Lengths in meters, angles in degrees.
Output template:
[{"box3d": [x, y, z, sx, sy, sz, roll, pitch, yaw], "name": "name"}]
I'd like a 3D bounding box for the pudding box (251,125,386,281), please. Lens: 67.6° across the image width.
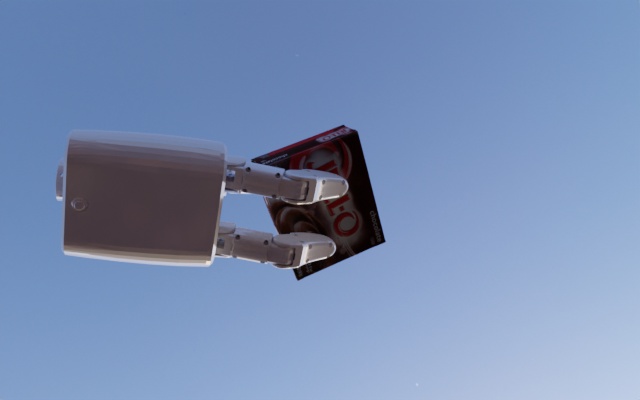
[{"box3d": [0.000, 0.001, 0.419, 0.090, 0.113, 0.039, -22, 27, -10], "name": "pudding box"}]
